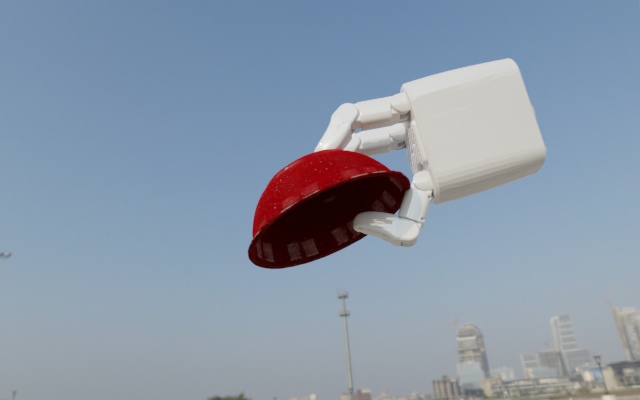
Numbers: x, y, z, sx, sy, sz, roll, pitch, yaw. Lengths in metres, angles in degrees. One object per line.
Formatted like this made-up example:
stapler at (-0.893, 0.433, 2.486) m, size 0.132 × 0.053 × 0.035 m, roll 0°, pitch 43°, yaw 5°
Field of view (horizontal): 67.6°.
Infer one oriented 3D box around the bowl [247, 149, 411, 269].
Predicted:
bowl at (-0.001, 0.002, 0.446) m, size 0.162 × 0.055 × 0.162 m, roll -22°, pitch -24°, yaw -10°
